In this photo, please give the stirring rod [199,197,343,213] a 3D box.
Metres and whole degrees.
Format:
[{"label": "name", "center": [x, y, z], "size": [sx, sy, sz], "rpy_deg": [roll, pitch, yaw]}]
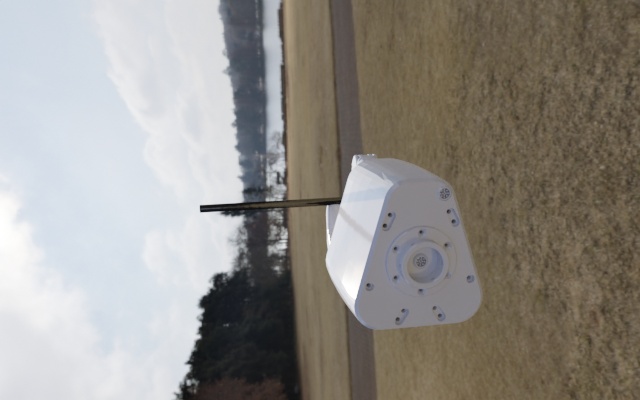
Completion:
[{"label": "stirring rod", "center": [0.000, 0.002, 0.487], "size": [0.239, 0.011, 0.011], "rpy_deg": [-3, 0, -7]}]
